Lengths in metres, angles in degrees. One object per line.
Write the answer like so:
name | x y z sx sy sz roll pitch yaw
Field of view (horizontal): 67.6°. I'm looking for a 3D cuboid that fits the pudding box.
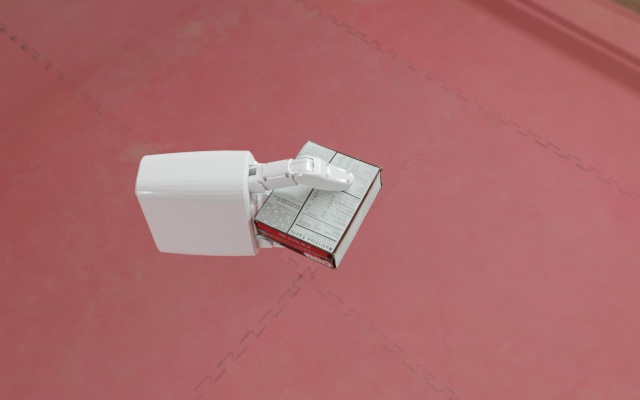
pudding box | 0.000 0.001 0.481 0.090 0.113 0.039 23 -25 17
